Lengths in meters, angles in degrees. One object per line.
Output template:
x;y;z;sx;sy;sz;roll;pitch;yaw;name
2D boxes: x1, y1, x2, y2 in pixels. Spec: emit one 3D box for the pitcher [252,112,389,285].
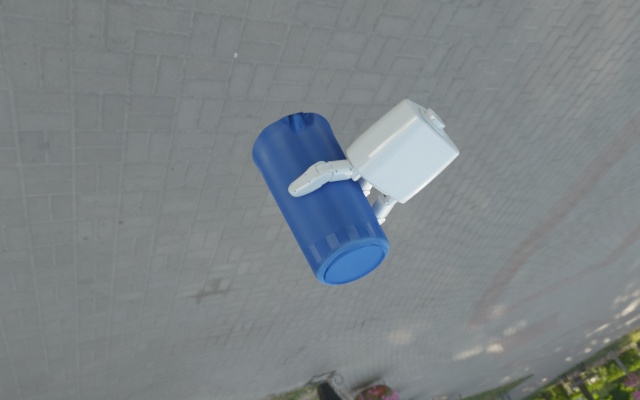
0.000;0.002;0.701;0.145;0.242;0.149;-42;-36;22;pitcher
